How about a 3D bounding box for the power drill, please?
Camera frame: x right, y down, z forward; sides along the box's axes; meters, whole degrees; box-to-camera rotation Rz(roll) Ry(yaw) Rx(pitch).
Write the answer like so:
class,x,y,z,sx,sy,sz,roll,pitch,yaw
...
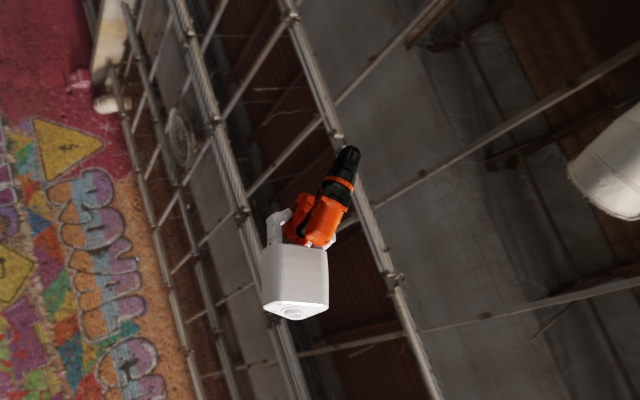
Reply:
class,x,y,z,sx,sy,sz,roll,pitch,yaw
power drill,0.000,0.003,0.854,0.057,0.184,0.188,28,-21,-11
